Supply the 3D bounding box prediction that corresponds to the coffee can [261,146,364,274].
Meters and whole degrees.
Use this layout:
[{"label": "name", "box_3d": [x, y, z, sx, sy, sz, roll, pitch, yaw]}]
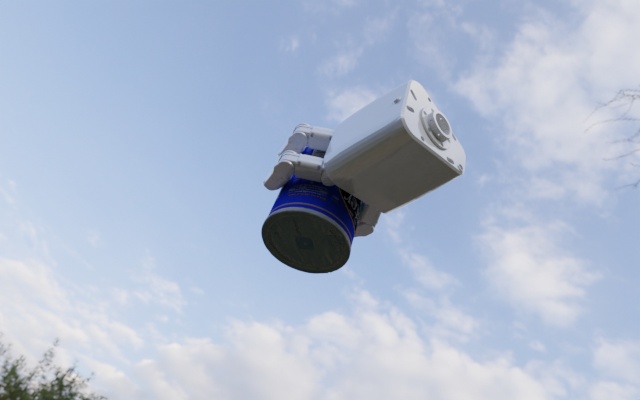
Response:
[{"label": "coffee can", "box_3d": [0.000, 0.002, 0.576, 0.103, 0.103, 0.140, 0, 42, 20]}]
